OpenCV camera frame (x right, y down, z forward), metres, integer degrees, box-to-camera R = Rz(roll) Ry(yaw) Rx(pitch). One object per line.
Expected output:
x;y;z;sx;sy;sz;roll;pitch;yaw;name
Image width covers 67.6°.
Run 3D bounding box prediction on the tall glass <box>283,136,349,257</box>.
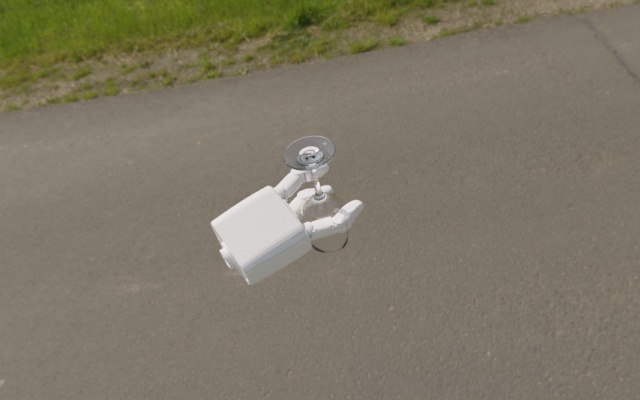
0.000;0.002;0.735;0.079;0.079;0.201;0;-44;14;tall glass
